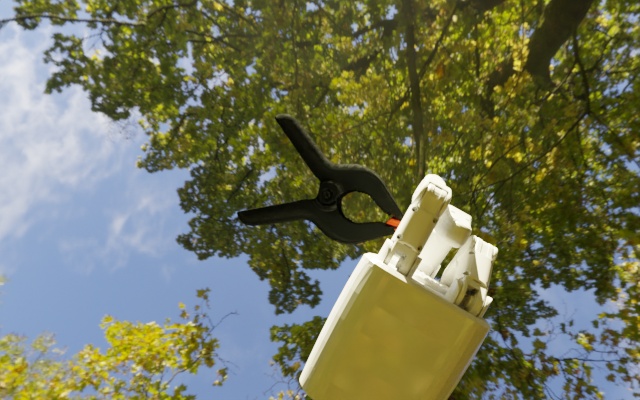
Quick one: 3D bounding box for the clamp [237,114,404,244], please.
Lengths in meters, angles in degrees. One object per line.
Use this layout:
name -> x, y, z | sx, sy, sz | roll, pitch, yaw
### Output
clamp -> 0.000, 0.002, 0.478 | 0.171, 0.120, 0.039 | 32, 11, 14
